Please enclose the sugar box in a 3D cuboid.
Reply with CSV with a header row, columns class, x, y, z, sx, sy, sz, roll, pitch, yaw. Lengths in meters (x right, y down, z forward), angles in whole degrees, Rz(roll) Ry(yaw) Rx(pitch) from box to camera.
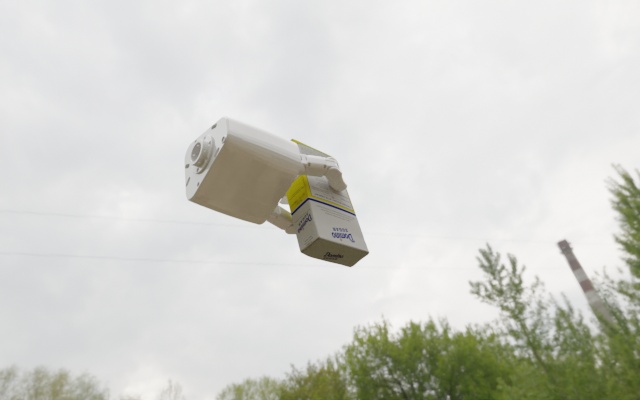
class,x,y,z,sx,sy,sz,roll,pitch,yaw
sugar box,0.000,0.002,0.661,0.093,0.176,0.048,20,-48,-37
